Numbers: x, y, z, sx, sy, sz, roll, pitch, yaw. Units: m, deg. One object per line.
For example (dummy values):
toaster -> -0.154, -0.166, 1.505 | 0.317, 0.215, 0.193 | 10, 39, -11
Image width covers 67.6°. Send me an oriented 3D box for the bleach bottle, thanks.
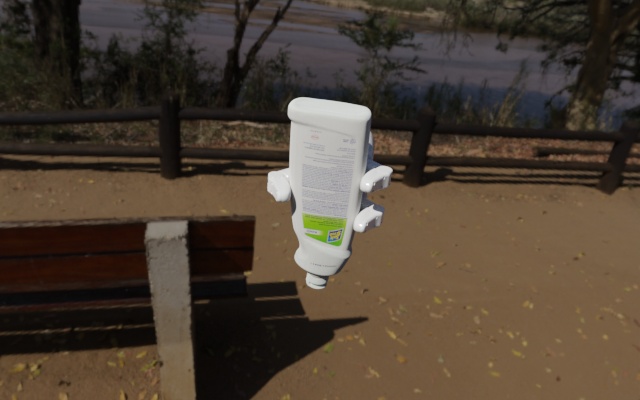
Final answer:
bleach bottle -> 0.000, 0.002, 0.615 | 0.102, 0.251, 0.068 | 9, 26, 4
